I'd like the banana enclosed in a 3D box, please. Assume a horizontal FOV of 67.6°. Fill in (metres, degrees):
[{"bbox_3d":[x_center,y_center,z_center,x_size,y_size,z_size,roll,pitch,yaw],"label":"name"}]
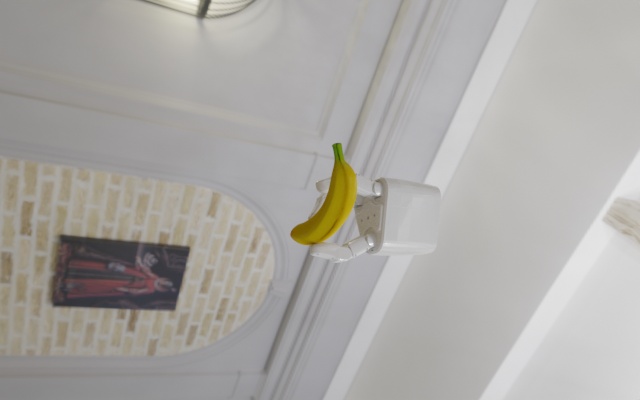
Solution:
[{"bbox_3d":[0.006,0.014,0.647,0.037,0.069,0.198,1,-39,-27],"label":"banana"}]
